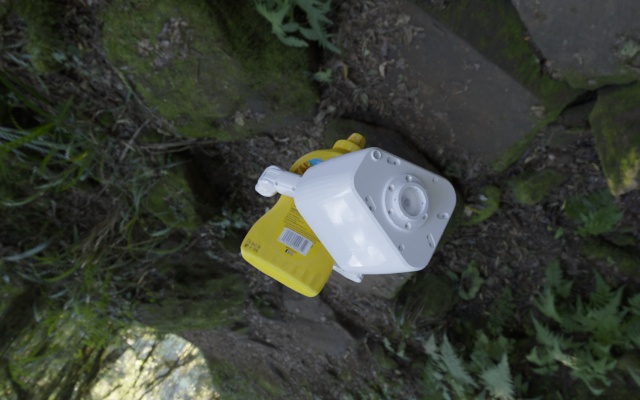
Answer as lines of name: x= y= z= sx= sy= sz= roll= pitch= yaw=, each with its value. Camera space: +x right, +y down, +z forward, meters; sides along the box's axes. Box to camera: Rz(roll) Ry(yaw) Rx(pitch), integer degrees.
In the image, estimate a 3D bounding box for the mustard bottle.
mustard bottle: x=0.000 y=0.002 z=0.530 sx=0.096 sy=0.191 sz=0.058 roll=29 pitch=-21 yaw=4
